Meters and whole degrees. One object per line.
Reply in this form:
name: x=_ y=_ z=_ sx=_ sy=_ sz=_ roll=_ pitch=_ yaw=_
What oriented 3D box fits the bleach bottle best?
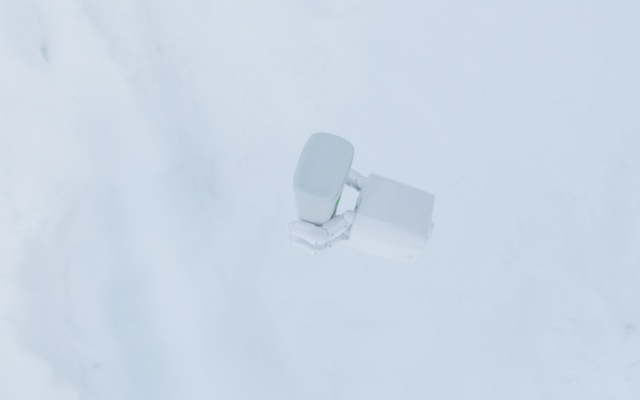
bleach bottle: x=0.000 y=0.002 z=0.731 sx=0.068 sy=0.102 sz=0.251 roll=18 pitch=-21 yaw=6
